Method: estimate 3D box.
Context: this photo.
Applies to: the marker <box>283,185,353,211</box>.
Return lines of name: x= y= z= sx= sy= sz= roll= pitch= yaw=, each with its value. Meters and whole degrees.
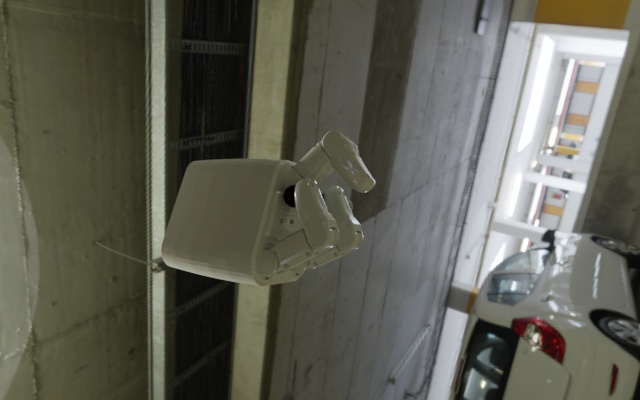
marker: x=0.000 y=0.001 z=0.451 sx=0.020 sy=0.020 sz=0.121 roll=0 pitch=-5 yaw=25
